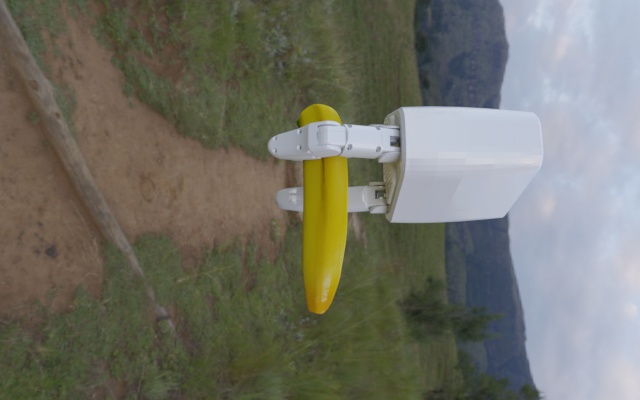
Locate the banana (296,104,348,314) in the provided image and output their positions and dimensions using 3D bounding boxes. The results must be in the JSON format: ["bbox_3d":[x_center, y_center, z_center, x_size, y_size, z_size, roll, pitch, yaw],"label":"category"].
[{"bbox_3d":[0.002,-0.011,0.392,0.037,0.197,0.070,1,-31,-7],"label":"banana"}]
